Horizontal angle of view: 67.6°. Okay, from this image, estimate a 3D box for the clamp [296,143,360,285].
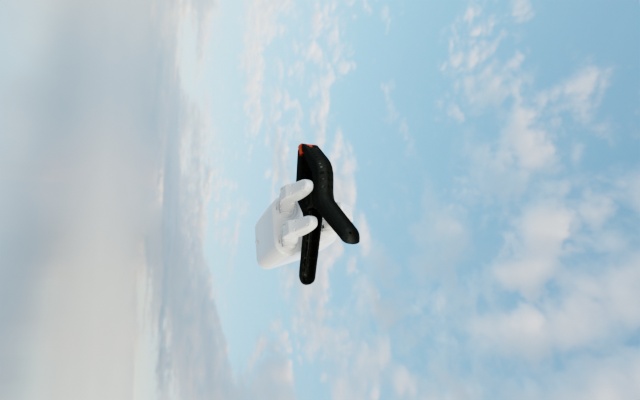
[{"bbox_3d":[0.001,0.002,0.692,0.036,0.210,0.165,4,-23,-26],"label":"clamp"}]
